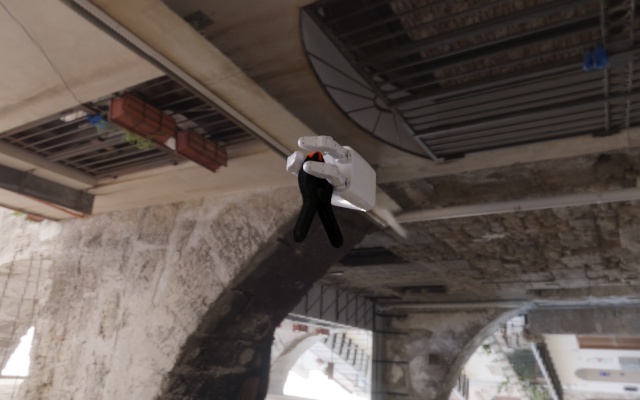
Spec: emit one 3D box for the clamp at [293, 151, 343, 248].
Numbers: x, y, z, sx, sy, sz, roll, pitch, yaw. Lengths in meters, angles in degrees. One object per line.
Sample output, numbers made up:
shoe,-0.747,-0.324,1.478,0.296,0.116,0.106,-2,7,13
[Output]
clamp,0.000,0.003,0.828,0.039,0.171,0.120,-9,-24,32
